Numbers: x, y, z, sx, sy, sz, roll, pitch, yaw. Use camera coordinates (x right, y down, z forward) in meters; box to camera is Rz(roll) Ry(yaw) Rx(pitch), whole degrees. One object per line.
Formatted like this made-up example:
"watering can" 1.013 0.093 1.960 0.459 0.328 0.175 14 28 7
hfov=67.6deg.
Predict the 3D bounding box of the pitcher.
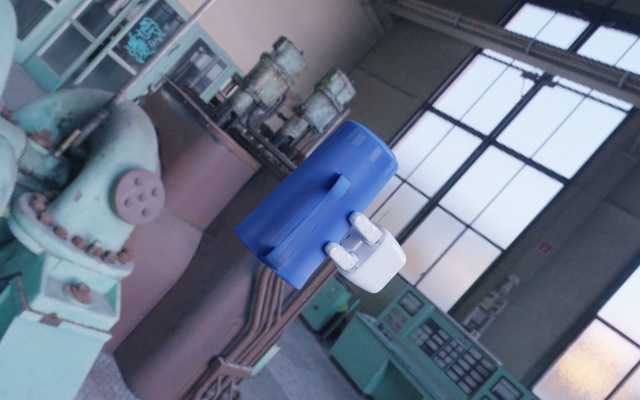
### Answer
"pitcher" 0.000 0.002 0.697 0.149 0.243 0.145 41 -2 41
